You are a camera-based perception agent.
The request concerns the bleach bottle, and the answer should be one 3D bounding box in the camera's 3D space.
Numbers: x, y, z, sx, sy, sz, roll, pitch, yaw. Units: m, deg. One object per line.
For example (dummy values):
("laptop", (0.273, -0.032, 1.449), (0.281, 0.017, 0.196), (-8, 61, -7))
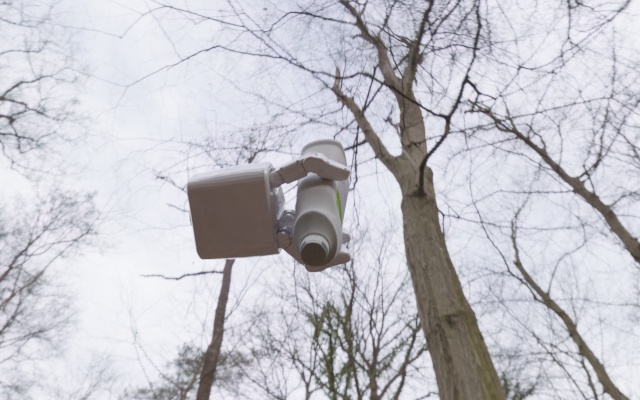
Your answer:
("bleach bottle", (0.000, 0.002, 0.615), (0.068, 0.103, 0.250), (-8, 21, 8))
